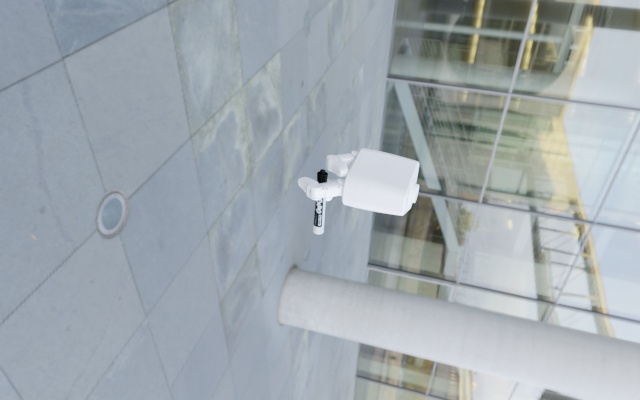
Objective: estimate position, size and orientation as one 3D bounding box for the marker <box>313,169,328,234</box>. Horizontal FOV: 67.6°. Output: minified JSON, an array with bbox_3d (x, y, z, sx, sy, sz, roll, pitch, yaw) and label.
[{"bbox_3d":[0.000,0.003,0.825,0.020,0.121,0.020,3,28,-2],"label":"marker"}]
